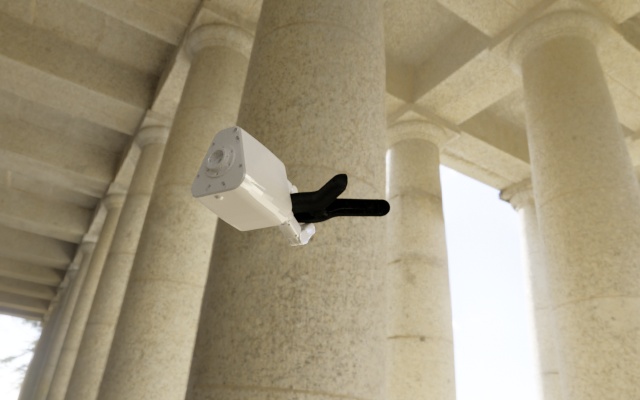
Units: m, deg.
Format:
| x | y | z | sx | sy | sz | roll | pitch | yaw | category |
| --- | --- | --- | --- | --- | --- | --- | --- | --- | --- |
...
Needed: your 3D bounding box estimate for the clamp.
| x | y | z | sx | sy | sz | roll | pitch | yaw | category |
| --- | --- | --- | --- | --- | --- | --- | --- | --- | --- |
| 0.000 | 0.002 | 0.680 | 0.171 | 0.039 | 0.120 | -10 | -32 | 27 | clamp |
